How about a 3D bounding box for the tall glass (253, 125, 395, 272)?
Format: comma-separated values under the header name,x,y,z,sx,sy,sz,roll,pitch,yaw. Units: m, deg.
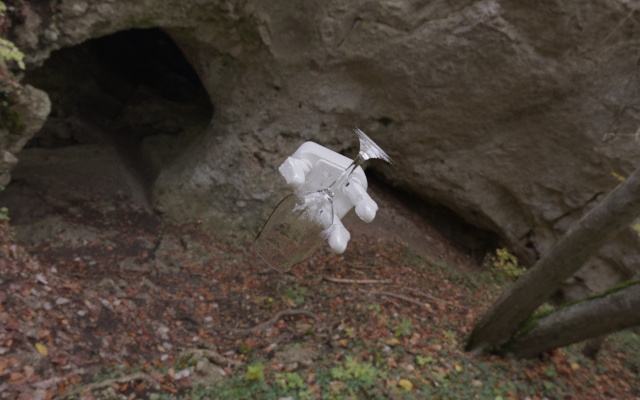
name,x,y,z,sx,sy,sz,roll,pitch,yaw
tall glass,0.000,0.002,0.614,0.079,0.201,0.079,40,13,-11
